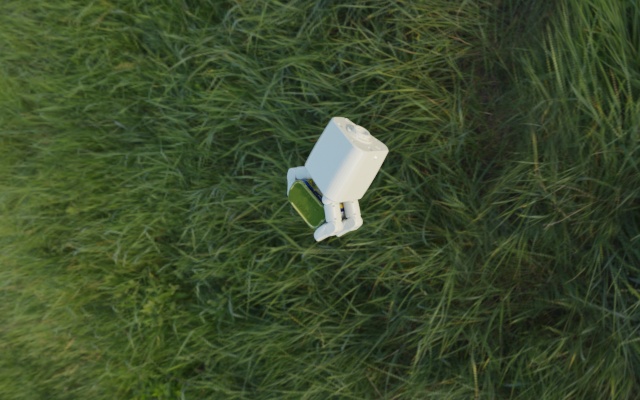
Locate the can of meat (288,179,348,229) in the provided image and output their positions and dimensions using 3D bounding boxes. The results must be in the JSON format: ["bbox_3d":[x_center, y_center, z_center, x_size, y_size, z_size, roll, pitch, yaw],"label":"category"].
[{"bbox_3d":[0.000,0.003,0.887,0.084,0.057,0.102,-10,51,-50],"label":"can of meat"}]
